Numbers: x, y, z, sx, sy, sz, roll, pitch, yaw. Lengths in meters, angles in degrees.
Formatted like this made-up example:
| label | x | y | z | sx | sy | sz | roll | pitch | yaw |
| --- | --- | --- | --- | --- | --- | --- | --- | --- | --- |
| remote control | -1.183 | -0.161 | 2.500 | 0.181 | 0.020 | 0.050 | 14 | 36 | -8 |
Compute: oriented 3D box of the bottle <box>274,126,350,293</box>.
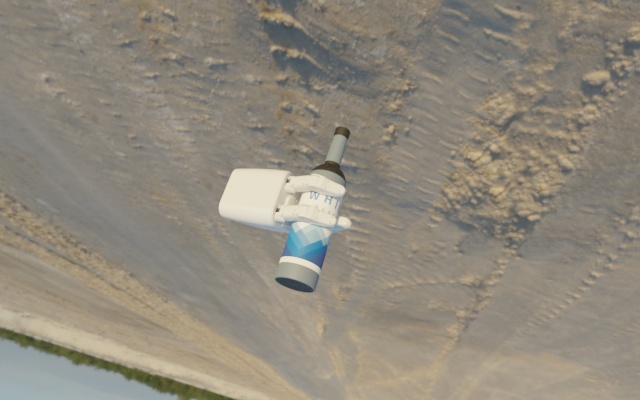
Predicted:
| label | x | y | z | sx | sy | sz | roll | pitch | yaw |
| --- | --- | --- | --- | --- | --- | --- | --- | --- | --- |
| bottle | 0.000 | 0.003 | 0.796 | 0.069 | 0.295 | 0.069 | 14 | -24 | 7 |
